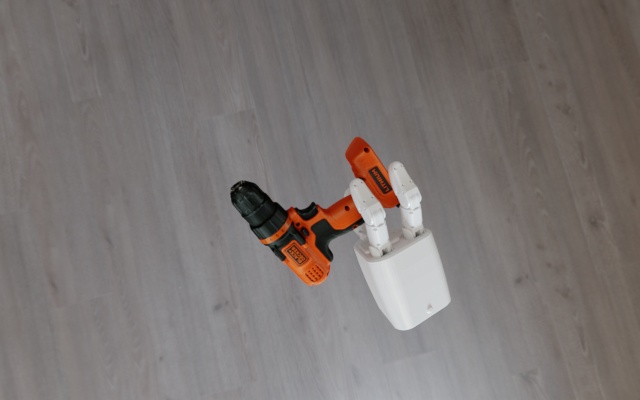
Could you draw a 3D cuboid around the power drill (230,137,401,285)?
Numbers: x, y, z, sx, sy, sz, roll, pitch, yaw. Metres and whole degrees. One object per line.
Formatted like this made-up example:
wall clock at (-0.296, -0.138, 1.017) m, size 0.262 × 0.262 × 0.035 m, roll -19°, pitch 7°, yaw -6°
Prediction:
power drill at (0.001, 0.002, 0.630) m, size 0.187 × 0.184 × 0.057 m, roll -38°, pitch 28°, yaw 4°
